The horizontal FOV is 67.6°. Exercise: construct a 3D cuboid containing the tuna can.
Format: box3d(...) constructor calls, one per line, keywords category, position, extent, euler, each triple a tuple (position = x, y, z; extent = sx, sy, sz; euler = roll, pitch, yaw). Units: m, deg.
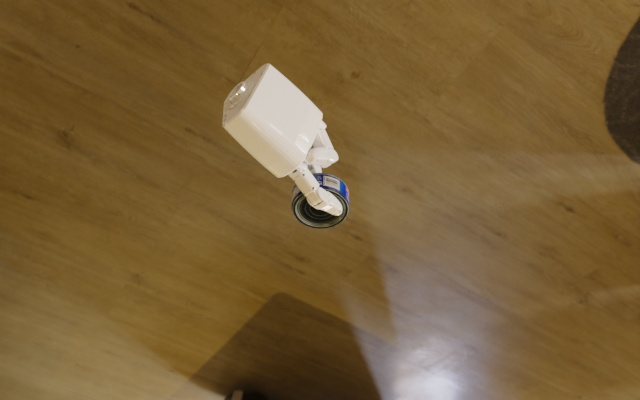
box3d(category="tuna can", position=(0.000, 0.003, 0.705), extent=(0.086, 0.086, 0.033), euler=(0, 43, 1))
